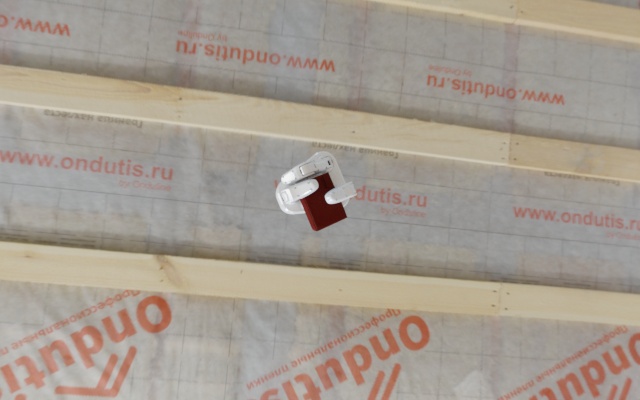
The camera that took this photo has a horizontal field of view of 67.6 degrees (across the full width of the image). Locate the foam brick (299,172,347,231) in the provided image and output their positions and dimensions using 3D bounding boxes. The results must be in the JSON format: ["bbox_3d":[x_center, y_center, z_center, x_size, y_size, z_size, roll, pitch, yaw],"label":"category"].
[{"bbox_3d":[0.000,0.003,0.740,0.053,0.078,0.051,-22,0,-9],"label":"foam brick"}]
